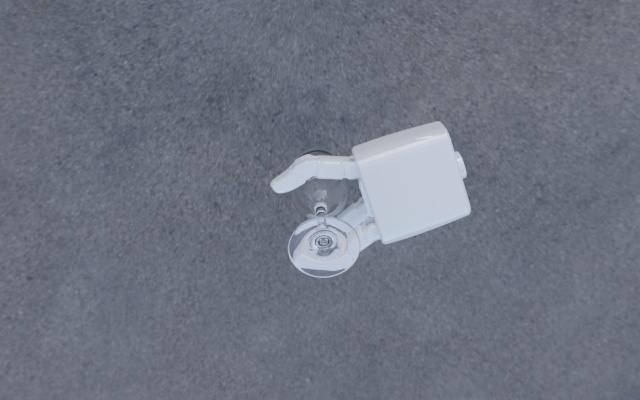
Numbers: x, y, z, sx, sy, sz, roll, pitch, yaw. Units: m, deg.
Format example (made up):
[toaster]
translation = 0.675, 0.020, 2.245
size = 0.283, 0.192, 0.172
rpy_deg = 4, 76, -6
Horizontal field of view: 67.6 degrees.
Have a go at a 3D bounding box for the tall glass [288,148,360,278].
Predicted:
[tall glass]
translation = 0.000, 0.002, 0.573
size = 0.079, 0.079, 0.201
rpy_deg = 0, 28, -3
